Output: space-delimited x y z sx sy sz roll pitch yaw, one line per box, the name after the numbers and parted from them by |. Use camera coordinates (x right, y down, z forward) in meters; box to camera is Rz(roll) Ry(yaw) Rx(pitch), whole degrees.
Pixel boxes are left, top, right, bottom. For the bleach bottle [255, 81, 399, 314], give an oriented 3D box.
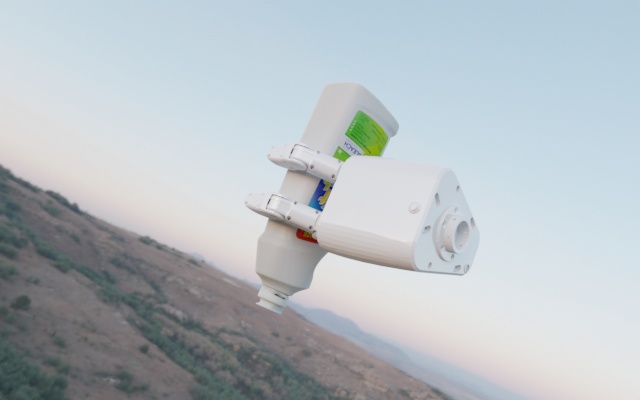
0.000 0.002 0.519 0.068 0.250 0.103 11 -18 43 | bleach bottle
